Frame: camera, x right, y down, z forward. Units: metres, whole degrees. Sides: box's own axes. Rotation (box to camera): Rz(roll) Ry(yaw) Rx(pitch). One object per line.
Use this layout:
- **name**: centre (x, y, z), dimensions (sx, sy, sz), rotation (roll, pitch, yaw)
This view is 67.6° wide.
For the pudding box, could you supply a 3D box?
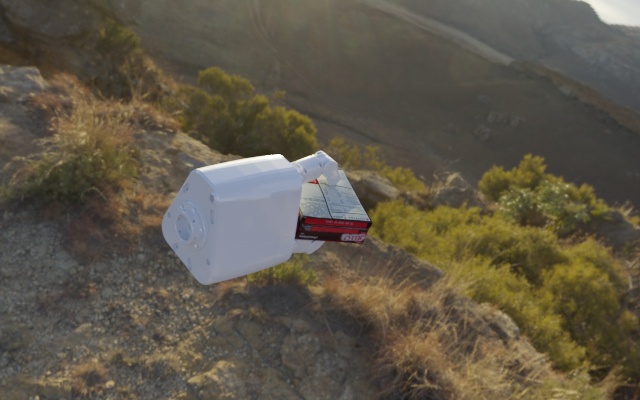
- **pudding box**: centre (0.000, 0.002, 0.571), dimensions (0.090, 0.039, 0.113), rotation (7, 36, -24)
